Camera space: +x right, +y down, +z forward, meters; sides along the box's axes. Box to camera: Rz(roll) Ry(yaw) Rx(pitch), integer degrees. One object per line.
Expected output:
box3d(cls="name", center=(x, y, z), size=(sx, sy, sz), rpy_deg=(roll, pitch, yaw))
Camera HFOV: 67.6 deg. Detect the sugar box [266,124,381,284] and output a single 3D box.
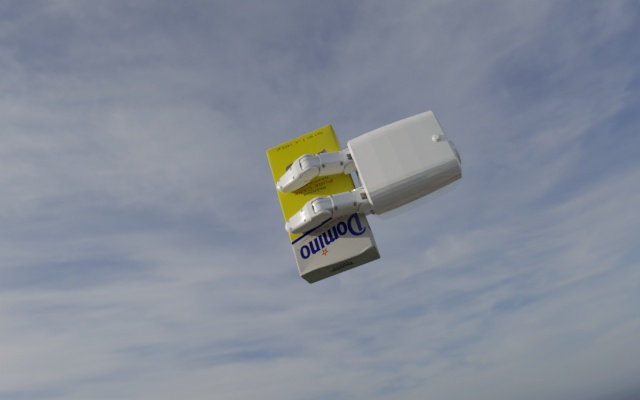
box3d(cls="sugar box", center=(0.000, 0.002, 0.581), size=(0.093, 0.176, 0.048), rpy_deg=(-22, -29, 7))
